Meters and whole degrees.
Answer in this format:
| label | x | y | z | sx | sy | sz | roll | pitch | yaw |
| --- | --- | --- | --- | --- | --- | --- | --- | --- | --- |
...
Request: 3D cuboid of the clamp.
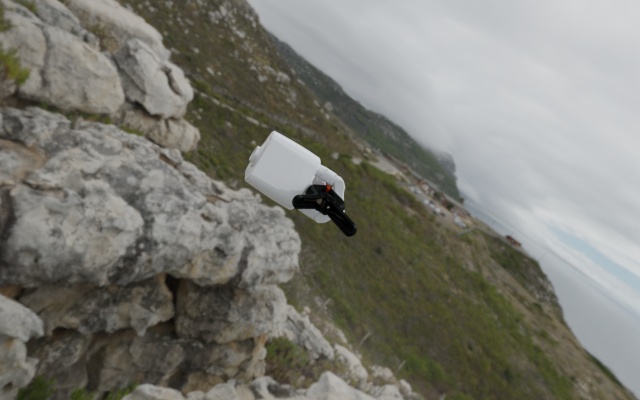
| label | x | y | z | sx | sy | sz | roll | pitch | yaw |
| --- | --- | --- | --- | --- | --- | --- | --- | --- | --- |
| clamp | 0.001 | 0.002 | 0.862 | 0.120 | 0.039 | 0.171 | 32 | 12 | -17 |
